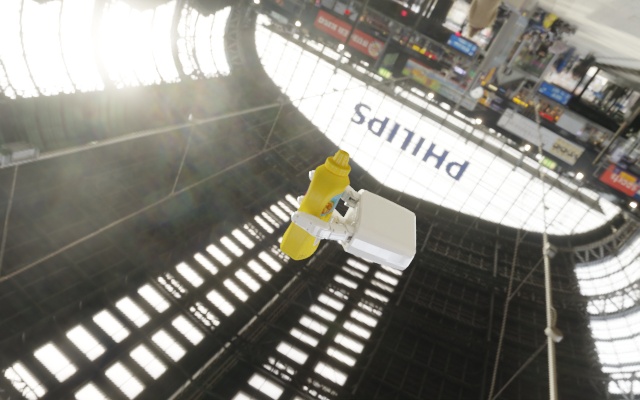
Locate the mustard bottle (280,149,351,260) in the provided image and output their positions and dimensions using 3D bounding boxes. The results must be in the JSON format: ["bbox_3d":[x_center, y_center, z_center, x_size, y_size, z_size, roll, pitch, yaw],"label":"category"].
[{"bbox_3d":[0.000,0.003,0.783,0.058,0.192,0.096,32,26,12],"label":"mustard bottle"}]
